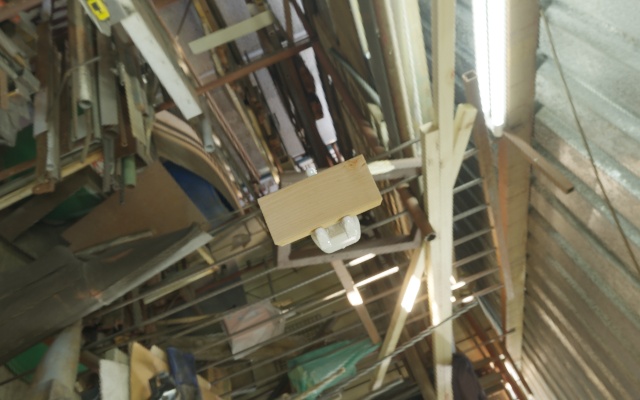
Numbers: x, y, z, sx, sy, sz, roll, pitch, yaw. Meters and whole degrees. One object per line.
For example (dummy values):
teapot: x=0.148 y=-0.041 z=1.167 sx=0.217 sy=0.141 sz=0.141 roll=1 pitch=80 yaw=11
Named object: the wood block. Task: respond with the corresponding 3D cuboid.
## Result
wood block: x=0.000 y=0.003 z=0.888 sx=0.206 sy=0.091 sz=0.090 roll=-23 pitch=-9 yaw=1
